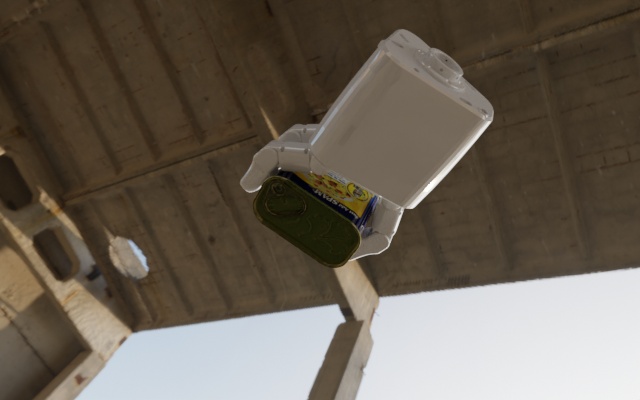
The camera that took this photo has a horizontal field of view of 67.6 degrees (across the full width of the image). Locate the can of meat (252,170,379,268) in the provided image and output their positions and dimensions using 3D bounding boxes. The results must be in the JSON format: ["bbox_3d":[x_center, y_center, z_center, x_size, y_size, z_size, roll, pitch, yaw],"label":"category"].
[{"bbox_3d":[0.000,0.001,0.457,0.102,0.057,0.084,34,35,1],"label":"can of meat"}]
